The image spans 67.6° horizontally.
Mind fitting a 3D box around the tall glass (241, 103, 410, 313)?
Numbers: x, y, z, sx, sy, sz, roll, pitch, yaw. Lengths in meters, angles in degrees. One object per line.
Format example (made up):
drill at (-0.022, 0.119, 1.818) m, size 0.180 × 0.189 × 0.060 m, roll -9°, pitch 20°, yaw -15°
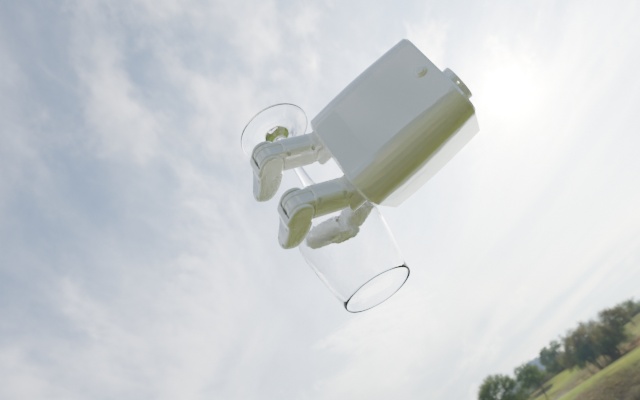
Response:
tall glass at (0.000, 0.001, 0.435) m, size 0.079 × 0.201 × 0.079 m, roll -23°, pitch -33°, yaw -16°
